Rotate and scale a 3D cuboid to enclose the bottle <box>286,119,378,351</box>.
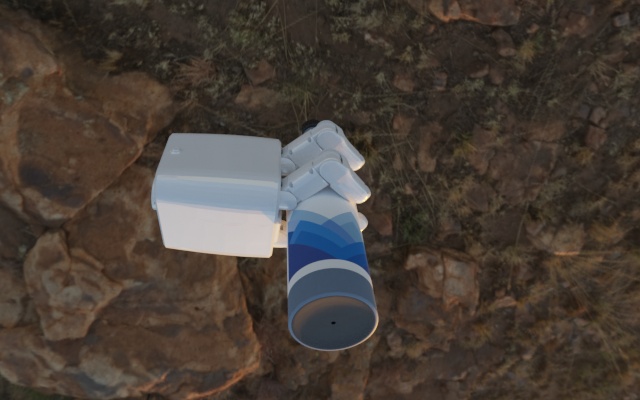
[{"bbox_3d":[0.000,0.002,0.465,0.069,0.069,0.295,0,37,-5],"label":"bottle"}]
